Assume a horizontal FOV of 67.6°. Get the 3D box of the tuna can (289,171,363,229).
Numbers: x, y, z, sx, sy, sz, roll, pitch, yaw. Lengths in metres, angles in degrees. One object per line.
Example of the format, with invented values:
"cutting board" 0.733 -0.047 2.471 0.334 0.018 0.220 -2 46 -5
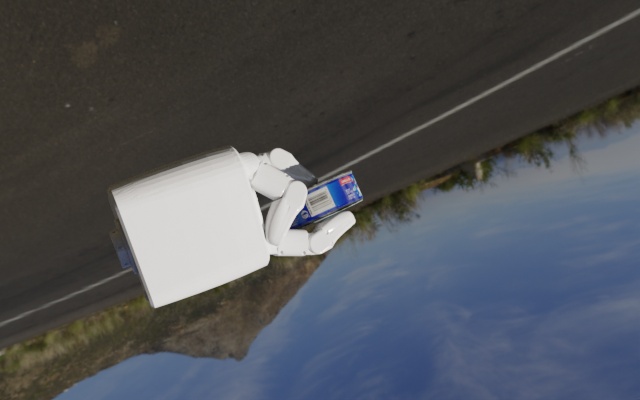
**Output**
"tuna can" 0.000 0.002 0.497 0.086 0.034 0.086 -25 -1 -1
